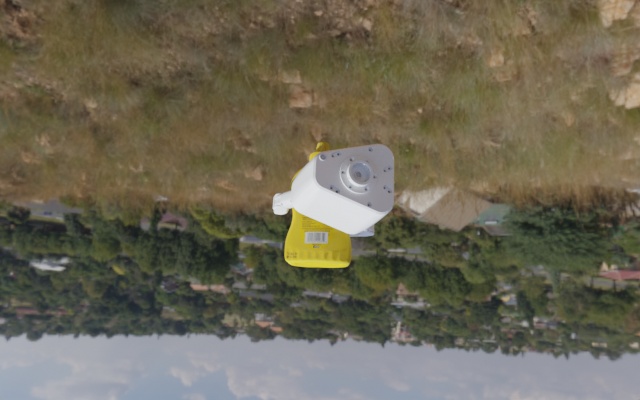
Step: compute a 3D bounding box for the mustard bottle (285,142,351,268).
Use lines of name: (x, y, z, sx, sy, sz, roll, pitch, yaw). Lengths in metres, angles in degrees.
mustard bottle: (0.000, 0.003, 0.719, 0.096, 0.191, 0.058, 0, -17, 9)
